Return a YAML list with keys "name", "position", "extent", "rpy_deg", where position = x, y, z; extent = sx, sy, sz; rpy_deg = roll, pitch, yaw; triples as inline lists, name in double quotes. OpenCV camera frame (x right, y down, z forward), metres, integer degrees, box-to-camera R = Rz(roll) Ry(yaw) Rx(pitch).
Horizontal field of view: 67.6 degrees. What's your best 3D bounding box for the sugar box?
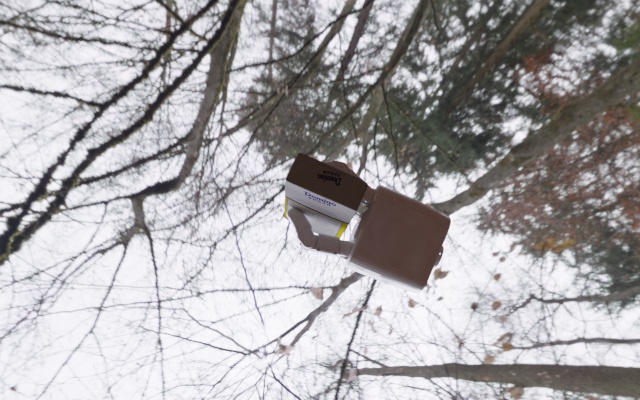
- name: "sugar box"
  position: [0.000, 0.002, 0.634]
  extent: [0.093, 0.048, 0.176]
  rpy_deg: [24, -20, 1]
